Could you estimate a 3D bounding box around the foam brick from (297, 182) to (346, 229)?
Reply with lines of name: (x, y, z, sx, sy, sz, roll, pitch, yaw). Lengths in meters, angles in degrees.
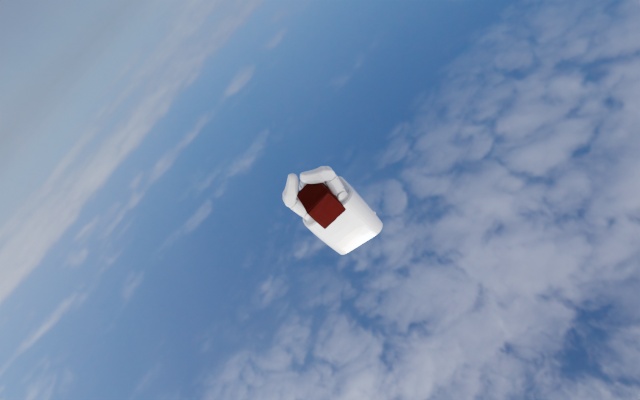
foam brick: (0.000, 0.003, 0.836, 0.051, 0.053, 0.078, 44, 6, -30)
